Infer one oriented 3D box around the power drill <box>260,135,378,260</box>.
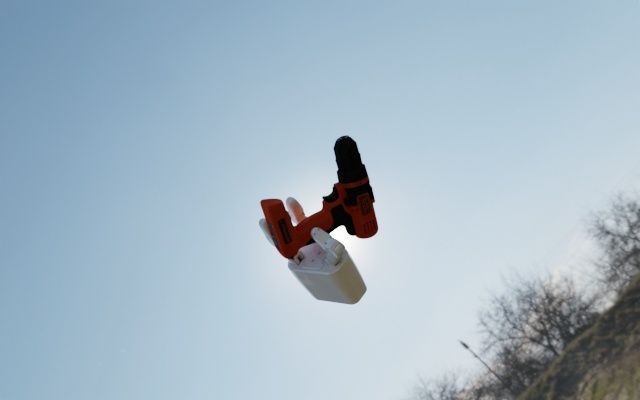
[{"bbox_3d":[0.000,0.003,0.792,0.187,0.184,0.057,-21,17,-15],"label":"power drill"}]
